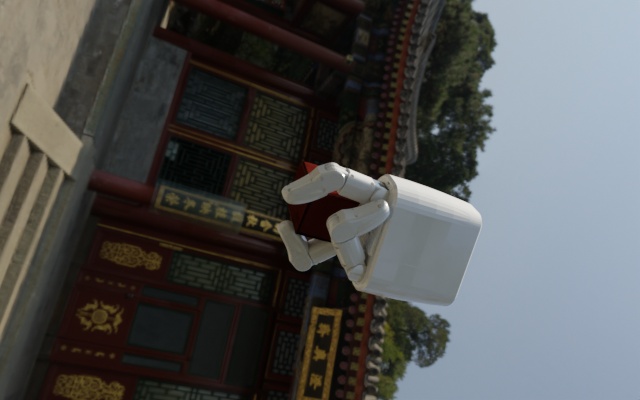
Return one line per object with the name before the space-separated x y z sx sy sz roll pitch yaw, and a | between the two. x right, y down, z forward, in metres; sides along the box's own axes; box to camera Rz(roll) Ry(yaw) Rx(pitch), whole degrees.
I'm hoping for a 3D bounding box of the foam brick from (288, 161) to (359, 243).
foam brick | 0.000 0.001 0.508 0.051 0.053 0.078 14 24 -18
